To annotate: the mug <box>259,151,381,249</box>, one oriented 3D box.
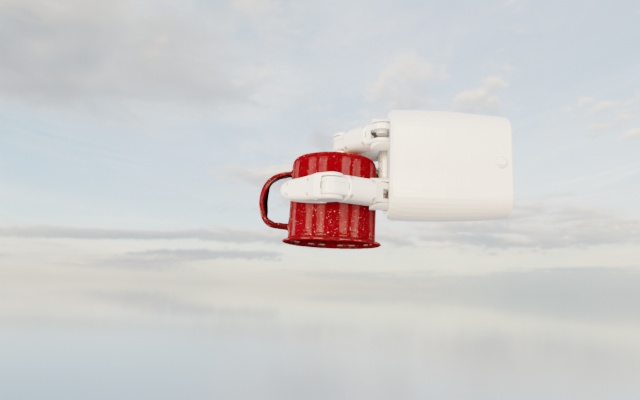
[{"bbox_3d":[-0.001,0.001,0.457,0.117,0.081,0.093,3,-10,1],"label":"mug"}]
